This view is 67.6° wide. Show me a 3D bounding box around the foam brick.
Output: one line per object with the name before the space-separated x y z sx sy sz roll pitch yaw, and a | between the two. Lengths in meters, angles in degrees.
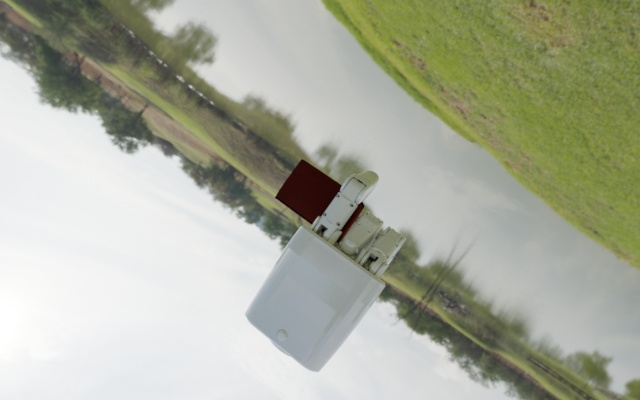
foam brick | 0.000 0.001 0.508 0.078 0.051 0.053 35 -2 14
